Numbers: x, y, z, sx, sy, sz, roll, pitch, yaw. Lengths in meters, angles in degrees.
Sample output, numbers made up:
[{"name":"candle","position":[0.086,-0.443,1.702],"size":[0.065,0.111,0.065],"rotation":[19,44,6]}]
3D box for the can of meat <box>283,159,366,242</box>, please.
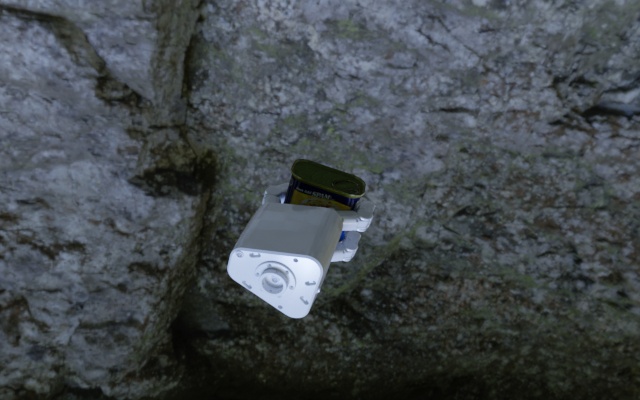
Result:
[{"name":"can of meat","position":[0.000,0.002,0.653],"size":[0.102,0.084,0.057],"rotation":[18,30,-1]}]
